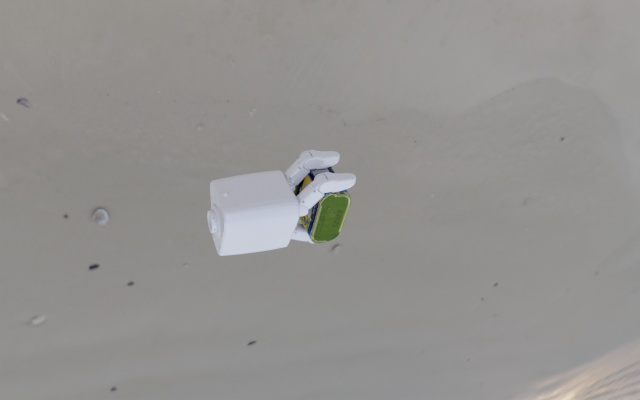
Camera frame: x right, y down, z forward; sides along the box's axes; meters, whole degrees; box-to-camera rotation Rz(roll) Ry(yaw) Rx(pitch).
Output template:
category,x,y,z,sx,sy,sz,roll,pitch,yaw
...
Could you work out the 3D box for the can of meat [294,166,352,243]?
category,x,y,z,sx,sy,sz,roll,pitch,yaw
can of meat,0.000,0.003,0.731,0.057,0.102,0.084,-5,41,-25
